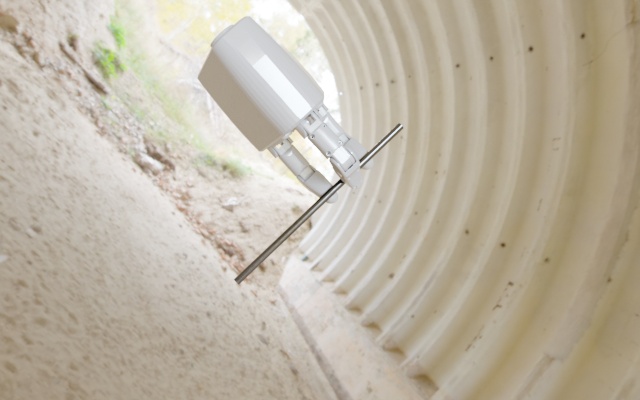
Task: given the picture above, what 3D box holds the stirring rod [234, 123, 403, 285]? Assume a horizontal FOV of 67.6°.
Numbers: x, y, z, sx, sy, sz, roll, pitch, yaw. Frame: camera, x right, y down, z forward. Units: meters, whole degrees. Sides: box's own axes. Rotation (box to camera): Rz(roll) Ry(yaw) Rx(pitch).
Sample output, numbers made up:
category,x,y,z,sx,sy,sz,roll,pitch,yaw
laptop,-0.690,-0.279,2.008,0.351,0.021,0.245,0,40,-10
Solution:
category,x,y,z,sx,sy,sz,roll,pitch,yaw
stirring rod,0.000,0.002,0.504,0.239,0.011,0.011,-43,5,-6
